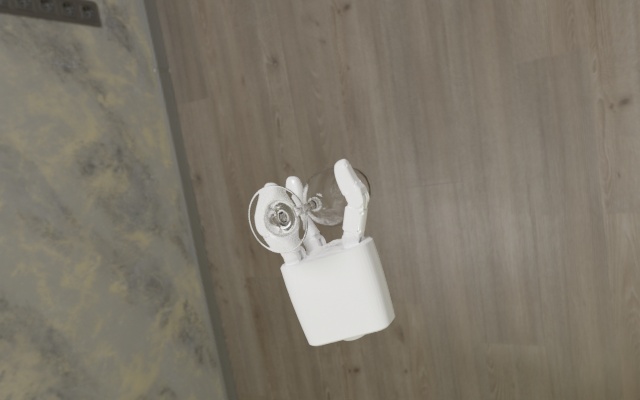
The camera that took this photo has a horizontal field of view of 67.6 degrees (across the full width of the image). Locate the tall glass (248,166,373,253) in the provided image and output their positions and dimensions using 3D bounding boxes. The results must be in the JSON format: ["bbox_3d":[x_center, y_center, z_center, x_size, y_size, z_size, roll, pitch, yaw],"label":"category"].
[{"bbox_3d":[0.000,0.002,0.590,0.079,0.079,0.201,0,11,28],"label":"tall glass"}]
